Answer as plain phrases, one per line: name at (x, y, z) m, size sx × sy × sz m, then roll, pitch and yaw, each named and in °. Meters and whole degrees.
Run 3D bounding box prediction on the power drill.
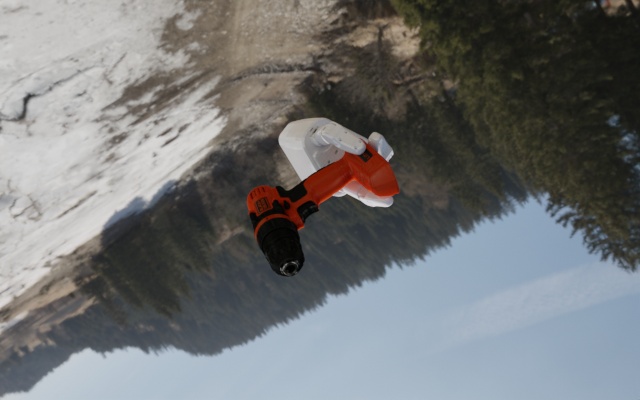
power drill at (0.000, 0.002, 0.604) m, size 0.187 × 0.057 × 0.184 m, roll -28°, pitch 33°, yaw -3°
